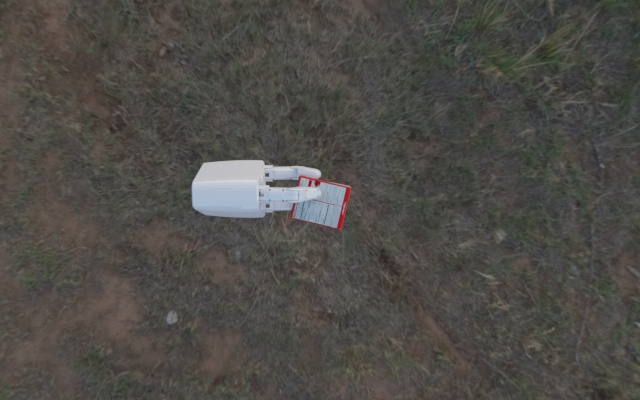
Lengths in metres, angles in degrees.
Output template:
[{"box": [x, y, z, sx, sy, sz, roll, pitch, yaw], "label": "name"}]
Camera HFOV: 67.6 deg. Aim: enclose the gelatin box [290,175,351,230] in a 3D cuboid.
[{"box": [0.000, 0.003, 0.796, 0.089, 0.073, 0.030, 13, 4, 1], "label": "gelatin box"}]
